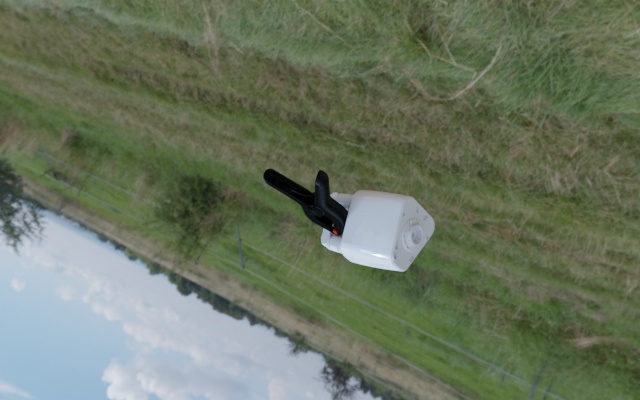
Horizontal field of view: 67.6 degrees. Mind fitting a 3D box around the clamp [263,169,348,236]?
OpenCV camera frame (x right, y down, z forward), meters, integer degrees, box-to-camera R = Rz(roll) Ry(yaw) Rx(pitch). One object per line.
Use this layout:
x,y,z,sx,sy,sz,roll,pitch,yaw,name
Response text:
0.000,0.003,0.754,0.120,0.039,0.171,5,-28,49,clamp
